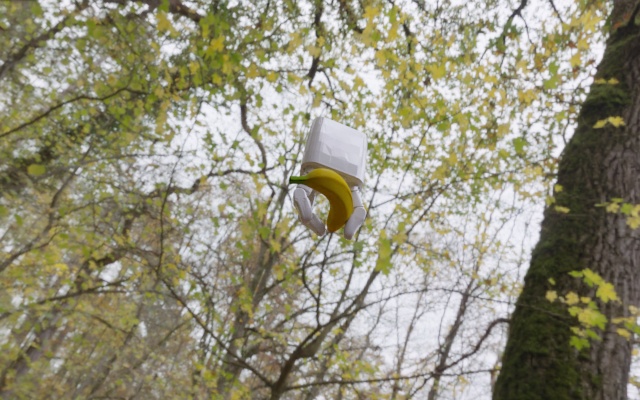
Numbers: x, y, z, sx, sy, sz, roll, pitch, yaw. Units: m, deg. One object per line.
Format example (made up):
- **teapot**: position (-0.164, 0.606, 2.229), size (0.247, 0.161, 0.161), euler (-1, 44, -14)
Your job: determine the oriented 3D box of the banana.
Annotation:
- **banana**: position (0.017, -0.002, 0.745), size (0.069, 0.037, 0.198), euler (-8, -29, 16)
